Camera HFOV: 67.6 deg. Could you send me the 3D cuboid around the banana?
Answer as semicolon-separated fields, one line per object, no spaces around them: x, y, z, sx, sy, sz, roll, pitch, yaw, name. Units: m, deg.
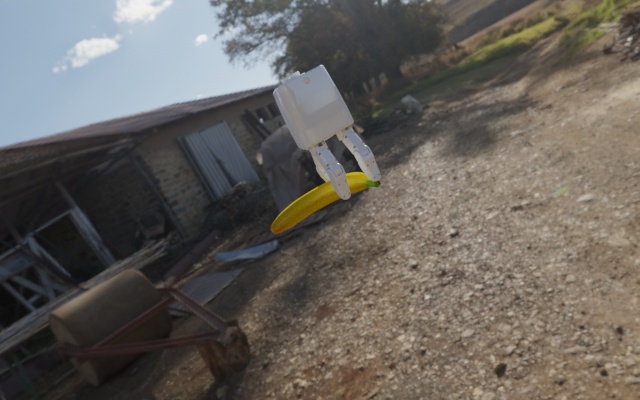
0.003;-0.003;0.814;0.198;0.037;0.069;-27;13;5;banana
